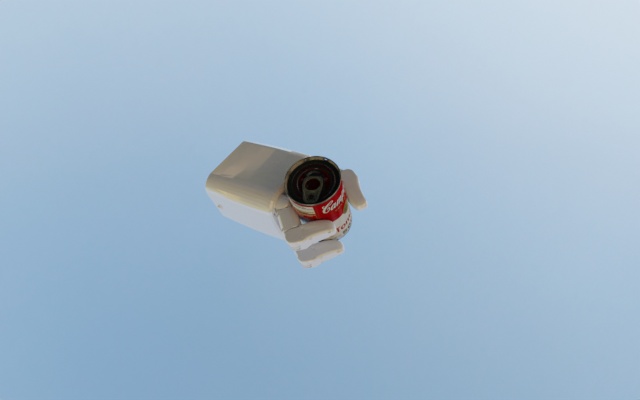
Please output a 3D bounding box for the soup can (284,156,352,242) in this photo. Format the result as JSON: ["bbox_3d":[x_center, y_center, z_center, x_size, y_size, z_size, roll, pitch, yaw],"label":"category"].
[{"bbox_3d":[0.001,0.002,0.592,0.068,0.068,0.102,0,-31,13],"label":"soup can"}]
